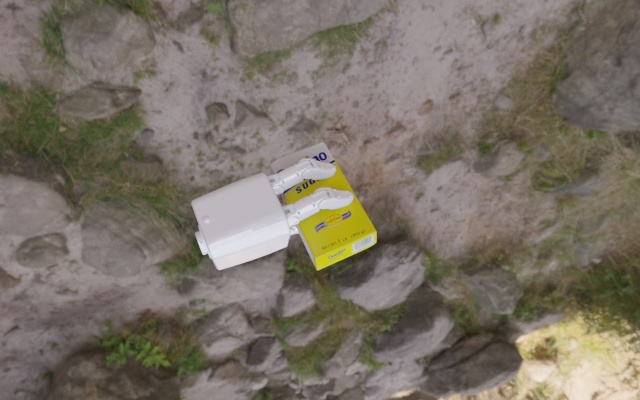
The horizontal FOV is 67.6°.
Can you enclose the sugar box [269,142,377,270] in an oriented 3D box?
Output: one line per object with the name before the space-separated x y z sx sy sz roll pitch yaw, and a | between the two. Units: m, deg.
sugar box | 0.000 0.002 0.682 0.093 0.176 0.048 -23 -30 -10
